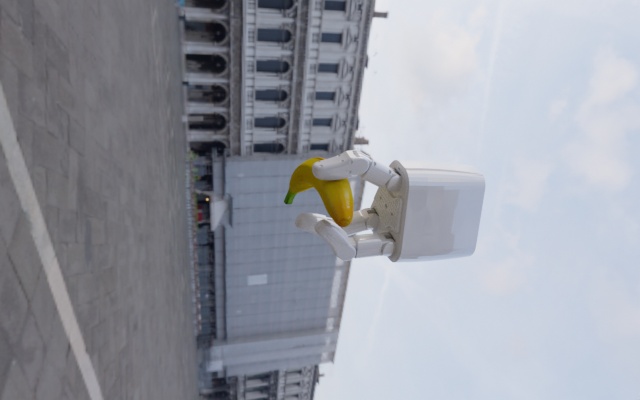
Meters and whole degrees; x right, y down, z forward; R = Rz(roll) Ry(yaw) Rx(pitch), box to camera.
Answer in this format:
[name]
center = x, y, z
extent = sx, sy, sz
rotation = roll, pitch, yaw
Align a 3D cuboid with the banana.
[banana]
center = 0.001, -0.017, 0.575
extent = 0.037, 0.069, 0.198
rotation = 3, 5, -20
